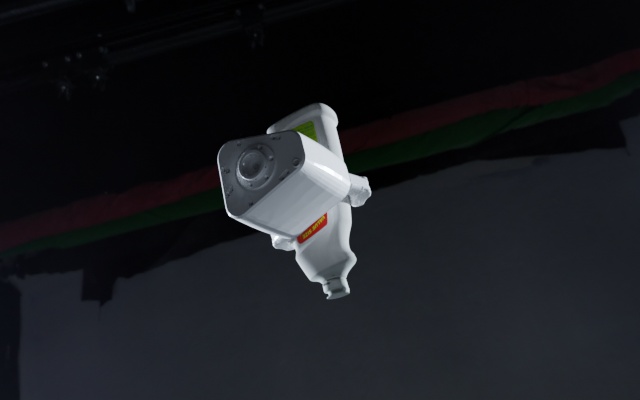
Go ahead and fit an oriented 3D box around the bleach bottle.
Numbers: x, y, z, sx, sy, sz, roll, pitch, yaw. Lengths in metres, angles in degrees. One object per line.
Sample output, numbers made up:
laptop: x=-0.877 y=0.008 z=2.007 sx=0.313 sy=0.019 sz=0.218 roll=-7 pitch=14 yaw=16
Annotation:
bleach bottle: x=0.000 y=0.002 z=0.633 sx=0.102 sy=0.250 sz=0.068 roll=-24 pitch=-23 yaw=22
